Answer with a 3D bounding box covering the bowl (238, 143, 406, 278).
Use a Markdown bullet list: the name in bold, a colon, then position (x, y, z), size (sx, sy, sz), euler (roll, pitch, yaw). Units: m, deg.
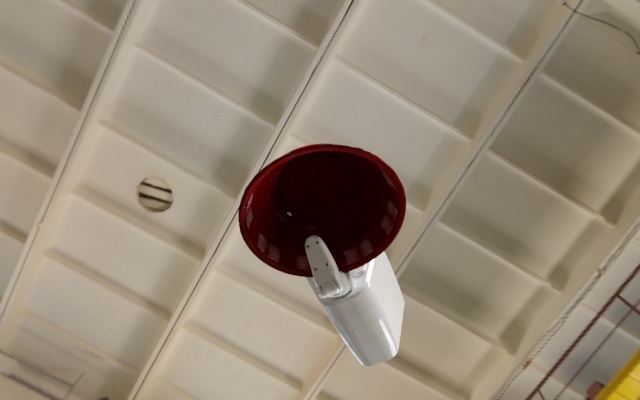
- **bowl**: position (0.000, 0.000, 0.476), size (0.162, 0.162, 0.055), euler (0, 37, -8)
